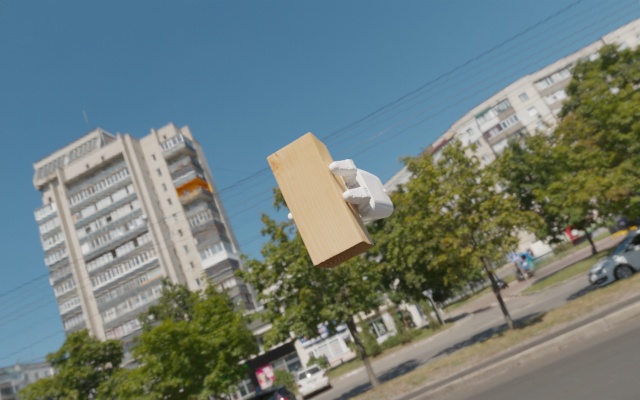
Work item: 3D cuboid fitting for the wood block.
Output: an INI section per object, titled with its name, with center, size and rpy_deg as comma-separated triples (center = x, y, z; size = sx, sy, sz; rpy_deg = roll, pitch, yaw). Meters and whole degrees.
[wood block]
center = 0.000, 0.003, 0.816
size = 0.091, 0.206, 0.090
rpy_deg = -29, -18, 13
